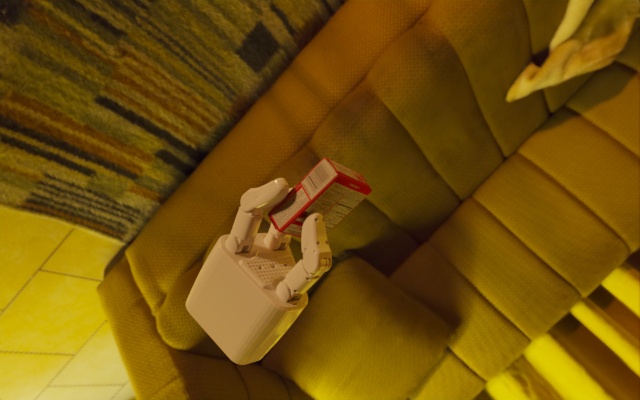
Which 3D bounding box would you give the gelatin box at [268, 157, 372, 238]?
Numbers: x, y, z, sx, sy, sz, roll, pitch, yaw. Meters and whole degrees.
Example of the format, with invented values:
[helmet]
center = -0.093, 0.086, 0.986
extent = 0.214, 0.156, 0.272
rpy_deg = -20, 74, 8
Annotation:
[gelatin box]
center = 0.001, 0.002, 0.501
extent = 0.089, 0.030, 0.073
rpy_deg = -44, -31, 18
